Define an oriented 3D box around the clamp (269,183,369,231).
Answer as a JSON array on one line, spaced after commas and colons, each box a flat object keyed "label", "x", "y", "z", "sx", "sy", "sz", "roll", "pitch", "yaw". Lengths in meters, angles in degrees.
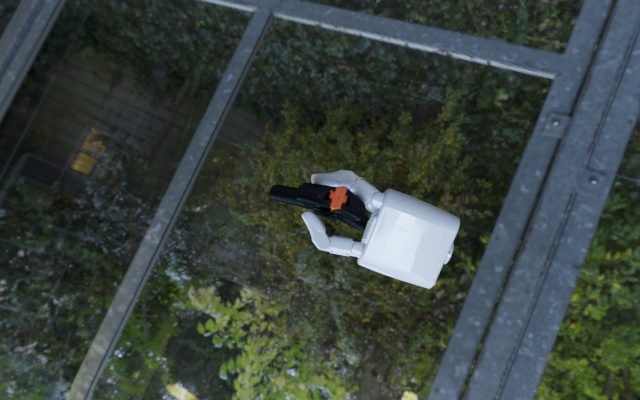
[{"label": "clamp", "x": 0.000, "y": 0.003, "z": 0.662, "sx": 0.164, "sy": 0.036, "sz": 0.210, "roll": 18, "pitch": -6, "yaw": 2}]
